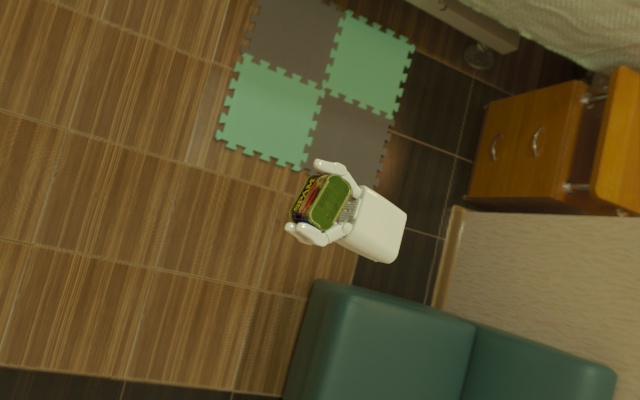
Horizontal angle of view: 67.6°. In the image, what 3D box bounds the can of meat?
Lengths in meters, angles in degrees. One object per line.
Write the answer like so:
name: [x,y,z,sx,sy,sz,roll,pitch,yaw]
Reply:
can of meat: [0.000,0.003,0.837,0.057,0.102,0.084,34,-13,-21]
